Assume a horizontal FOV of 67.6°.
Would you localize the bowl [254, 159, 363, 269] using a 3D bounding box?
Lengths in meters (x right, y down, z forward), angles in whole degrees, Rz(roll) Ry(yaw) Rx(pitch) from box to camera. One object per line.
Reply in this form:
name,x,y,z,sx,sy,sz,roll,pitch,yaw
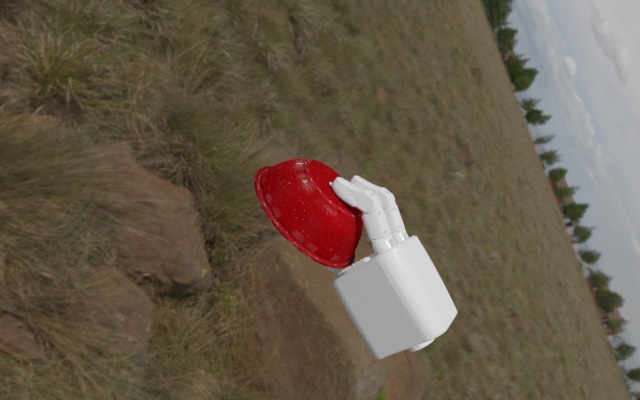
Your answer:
bowl,-0.001,0.001,0.575,0.055,0.162,0.162,-45,-20,22
